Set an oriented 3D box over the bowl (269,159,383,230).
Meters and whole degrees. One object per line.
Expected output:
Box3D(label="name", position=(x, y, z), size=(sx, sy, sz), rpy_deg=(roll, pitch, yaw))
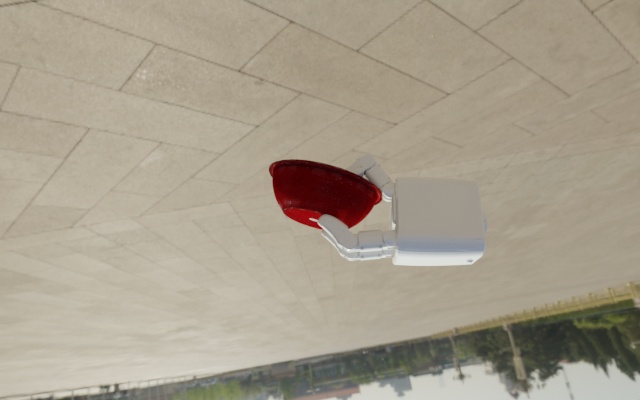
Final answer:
Box3D(label="bowl", position=(-0.001, 0.002, 0.650), size=(0.162, 0.055, 0.162), rpy_deg=(14, -16, 4))
